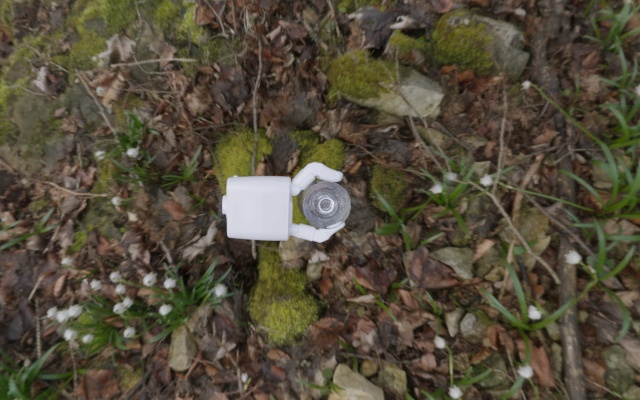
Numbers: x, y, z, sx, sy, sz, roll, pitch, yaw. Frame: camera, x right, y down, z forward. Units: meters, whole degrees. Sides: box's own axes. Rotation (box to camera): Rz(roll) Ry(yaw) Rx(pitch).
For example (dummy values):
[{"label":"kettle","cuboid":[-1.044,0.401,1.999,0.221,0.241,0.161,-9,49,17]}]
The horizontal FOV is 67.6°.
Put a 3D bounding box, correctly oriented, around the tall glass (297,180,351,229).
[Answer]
[{"label":"tall glass","cuboid":[0.000,0.003,0.835,0.079,0.079,0.201,0,3,-5]}]
